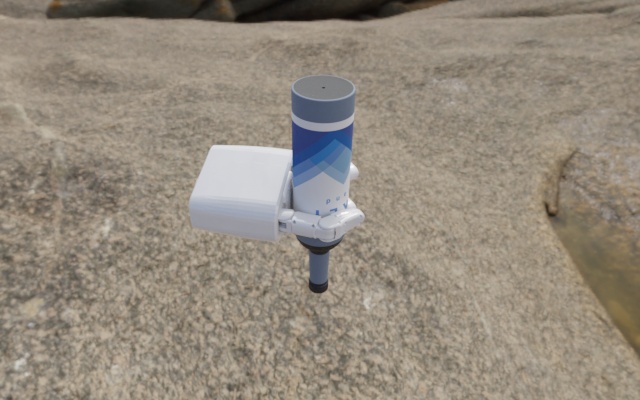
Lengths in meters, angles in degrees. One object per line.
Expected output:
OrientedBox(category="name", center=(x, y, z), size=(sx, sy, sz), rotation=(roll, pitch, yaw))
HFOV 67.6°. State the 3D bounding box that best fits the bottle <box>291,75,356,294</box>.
OrientedBox(category="bottle", center=(0.000, 0.002, 0.576), size=(0.069, 0.296, 0.069), rotation=(1, 37, -1))
